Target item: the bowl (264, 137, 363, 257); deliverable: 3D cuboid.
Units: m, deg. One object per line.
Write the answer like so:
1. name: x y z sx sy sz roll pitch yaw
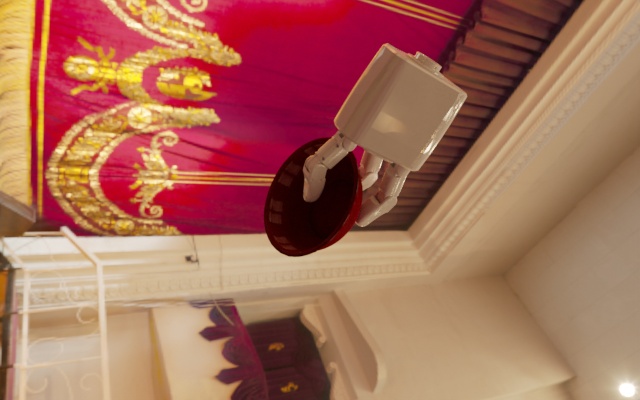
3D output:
1. bowl: -0.001 0.003 0.622 0.162 0.162 0.055 0 -20 44
